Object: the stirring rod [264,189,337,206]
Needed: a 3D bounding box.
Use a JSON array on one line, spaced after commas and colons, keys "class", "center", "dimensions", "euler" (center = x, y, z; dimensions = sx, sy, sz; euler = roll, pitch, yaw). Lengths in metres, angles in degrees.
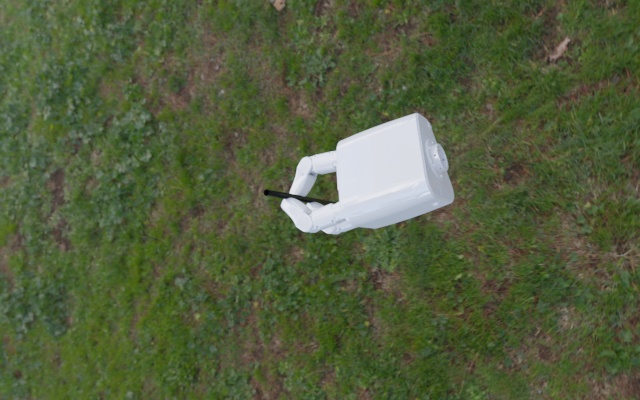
[{"class": "stirring rod", "center": [0.000, 0.002, 0.663], "dimensions": [0.011, 0.011, 0.239], "euler": [0, -6, 32]}]
